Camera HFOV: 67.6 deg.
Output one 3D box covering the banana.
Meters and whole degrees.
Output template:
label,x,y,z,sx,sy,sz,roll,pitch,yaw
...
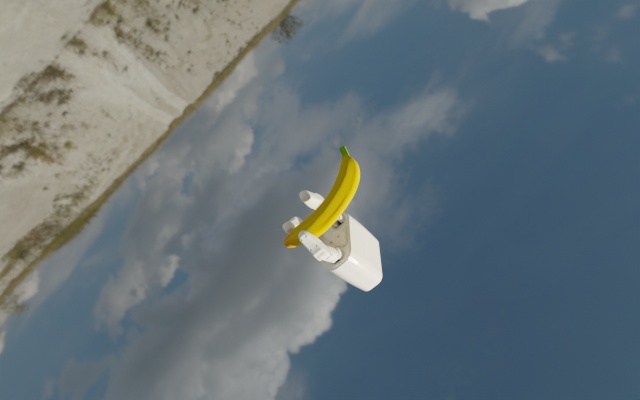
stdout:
label,x,y,z,sx,sy,sz,roll,pitch,yaw
banana,0.012,0.005,0.795,0.037,0.198,0.069,35,-4,-38
